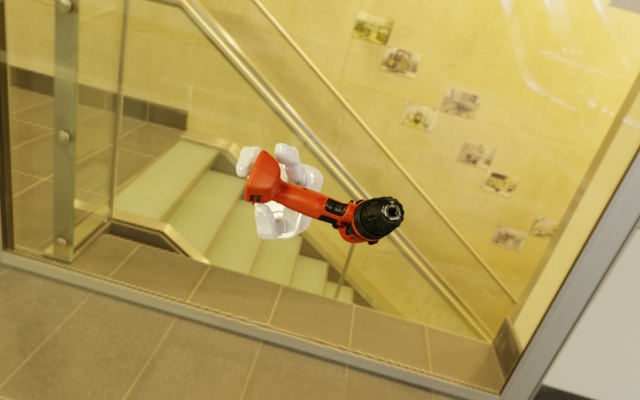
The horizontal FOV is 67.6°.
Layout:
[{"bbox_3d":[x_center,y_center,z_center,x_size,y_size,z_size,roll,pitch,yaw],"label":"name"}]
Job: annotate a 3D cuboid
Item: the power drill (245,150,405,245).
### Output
[{"bbox_3d":[0.000,0.002,0.604,0.187,0.057,0.184,24,-14,-6],"label":"power drill"}]
